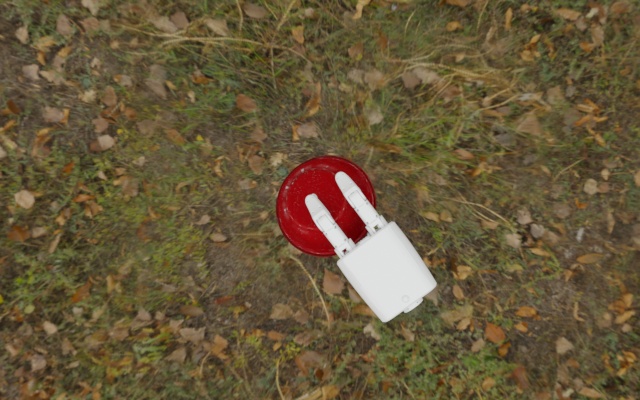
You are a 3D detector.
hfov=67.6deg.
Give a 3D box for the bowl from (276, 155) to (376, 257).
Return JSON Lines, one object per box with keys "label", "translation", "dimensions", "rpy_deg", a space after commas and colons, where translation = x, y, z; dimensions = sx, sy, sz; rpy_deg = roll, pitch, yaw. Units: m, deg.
{"label": "bowl", "translation": [-0.001, 0.001, 0.720], "dimensions": [0.162, 0.162, 0.055], "rpy_deg": [0, -11, 16]}
